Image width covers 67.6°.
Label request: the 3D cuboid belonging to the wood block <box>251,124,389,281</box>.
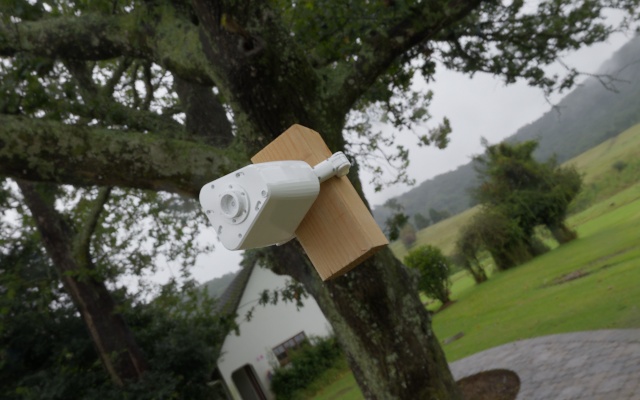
[{"bbox_3d":[0.000,0.002,0.697,0.091,0.206,0.090,-36,-14,17],"label":"wood block"}]
